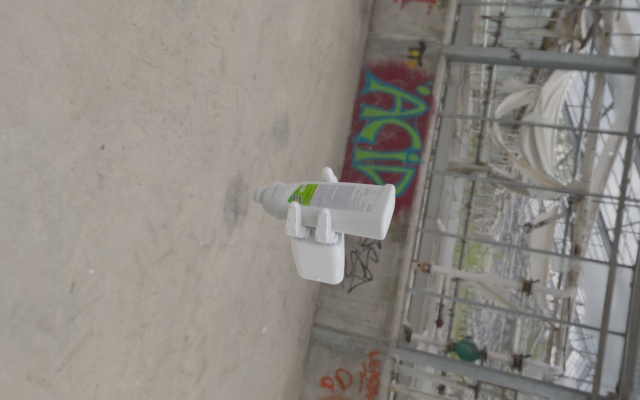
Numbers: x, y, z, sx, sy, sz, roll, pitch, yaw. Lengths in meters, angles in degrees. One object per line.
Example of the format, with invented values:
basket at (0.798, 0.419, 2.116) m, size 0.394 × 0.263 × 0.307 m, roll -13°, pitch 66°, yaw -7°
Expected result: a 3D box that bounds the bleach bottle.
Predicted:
bleach bottle at (0.000, 0.003, 0.856) m, size 0.251 × 0.068 × 0.102 m, roll 9°, pitch 44°, yaw 17°
